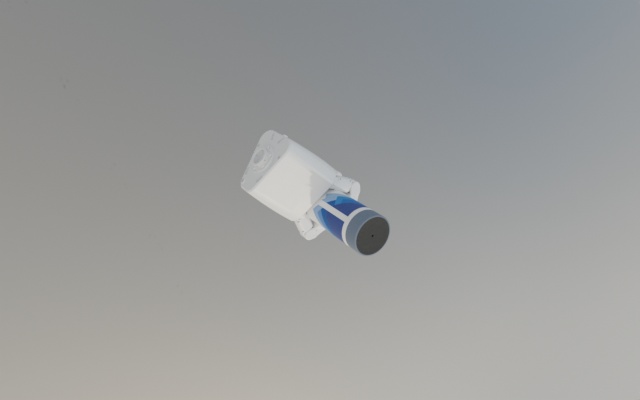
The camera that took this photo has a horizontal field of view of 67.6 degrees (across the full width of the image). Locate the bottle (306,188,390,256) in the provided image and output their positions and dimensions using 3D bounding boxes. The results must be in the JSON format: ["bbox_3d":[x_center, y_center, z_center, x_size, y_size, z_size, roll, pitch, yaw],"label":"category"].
[{"bbox_3d":[0.000,0.003,0.821,0.069,0.069,0.295,0,20,-34],"label":"bottle"}]
